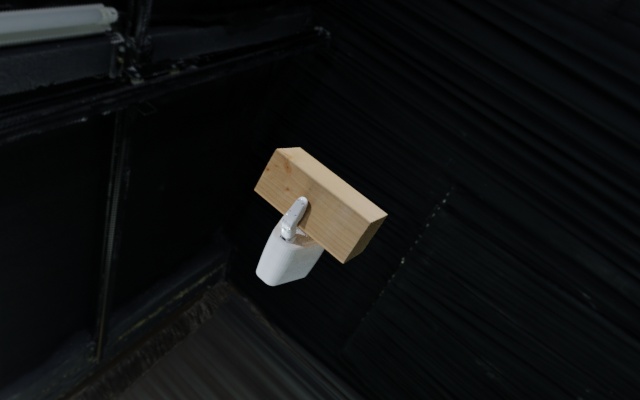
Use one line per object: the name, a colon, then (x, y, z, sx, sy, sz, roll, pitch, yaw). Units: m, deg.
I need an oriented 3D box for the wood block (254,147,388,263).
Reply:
wood block: (0.000, 0.003, 0.832, 0.206, 0.090, 0.091, 38, 22, 16)
